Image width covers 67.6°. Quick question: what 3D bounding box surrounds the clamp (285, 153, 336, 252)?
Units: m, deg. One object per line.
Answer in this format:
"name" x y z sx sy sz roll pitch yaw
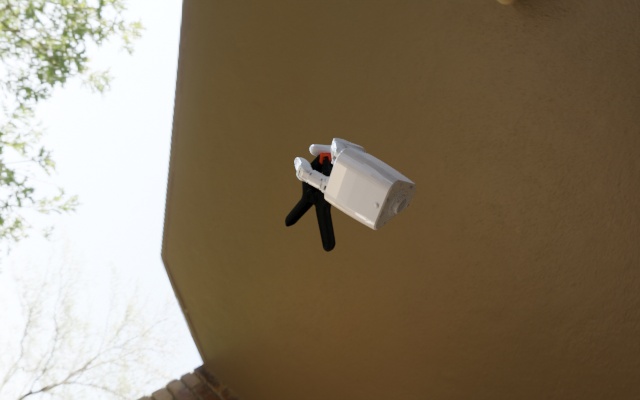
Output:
"clamp" 0.000 0.002 0.844 0.120 0.171 0.039 34 31 28
